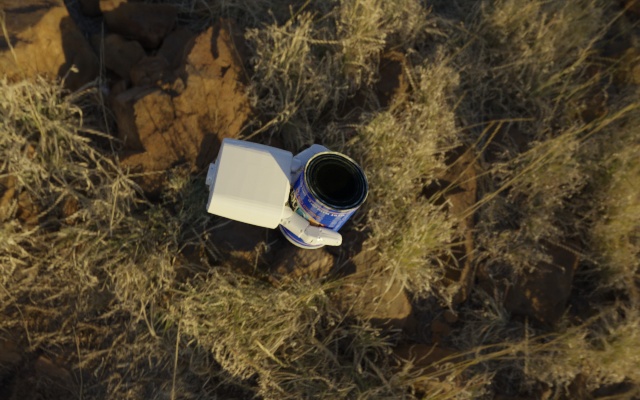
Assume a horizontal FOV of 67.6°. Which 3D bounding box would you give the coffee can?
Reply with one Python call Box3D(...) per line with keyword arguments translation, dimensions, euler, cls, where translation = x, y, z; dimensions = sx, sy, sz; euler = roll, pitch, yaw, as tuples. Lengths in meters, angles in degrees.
Box3D(translation=(0.000, 0.003, 0.756), dimensions=(0.103, 0.102, 0.140), euler=(0, -28, -23), cls="coffee can")
